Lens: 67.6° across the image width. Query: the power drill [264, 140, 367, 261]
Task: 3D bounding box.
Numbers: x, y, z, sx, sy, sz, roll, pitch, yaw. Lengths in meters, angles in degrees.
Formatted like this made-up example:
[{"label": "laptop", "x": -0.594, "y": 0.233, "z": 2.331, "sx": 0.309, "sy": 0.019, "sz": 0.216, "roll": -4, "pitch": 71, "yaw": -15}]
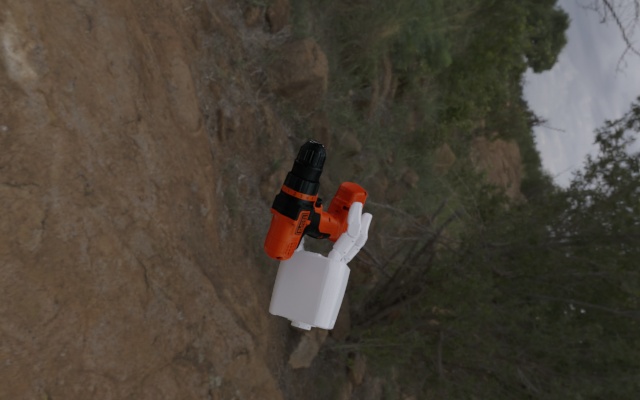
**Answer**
[{"label": "power drill", "x": 0.000, "y": 0.003, "z": 0.754, "sx": 0.057, "sy": 0.184, "sz": 0.187, "roll": 29, "pitch": 14, "yaw": 32}]
